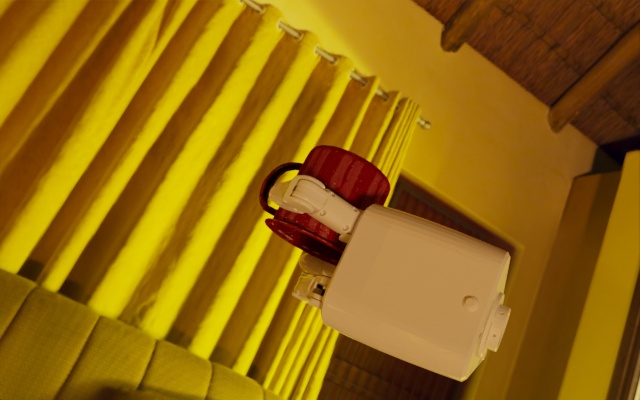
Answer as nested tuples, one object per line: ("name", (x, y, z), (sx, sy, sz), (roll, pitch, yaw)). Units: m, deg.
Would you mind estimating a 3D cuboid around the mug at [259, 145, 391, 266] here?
("mug", (-0.001, 0.001, 0.428), (0.117, 0.081, 0.093), (21, -16, 24))
